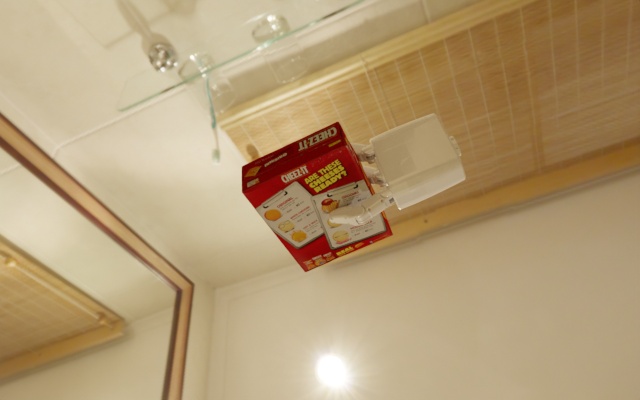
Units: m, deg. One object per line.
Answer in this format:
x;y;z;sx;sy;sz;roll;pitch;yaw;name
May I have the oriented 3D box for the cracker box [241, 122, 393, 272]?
0.000;0.003;0.745;0.164;0.072;0.214;-24;-48;9;cracker box
